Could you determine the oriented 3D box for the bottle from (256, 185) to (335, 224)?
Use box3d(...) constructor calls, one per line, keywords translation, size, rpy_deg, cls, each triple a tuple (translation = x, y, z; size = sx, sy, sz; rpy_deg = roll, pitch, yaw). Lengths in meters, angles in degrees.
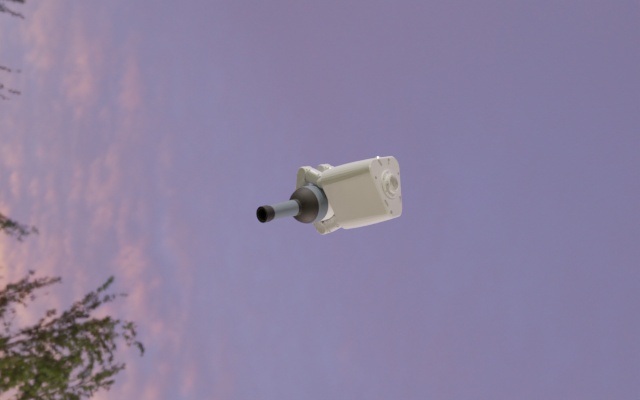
box3d(translation=(0.000, 0.003, 0.872), size=(0.069, 0.069, 0.295), rpy_deg=(0, 8, 40), cls="bottle")
